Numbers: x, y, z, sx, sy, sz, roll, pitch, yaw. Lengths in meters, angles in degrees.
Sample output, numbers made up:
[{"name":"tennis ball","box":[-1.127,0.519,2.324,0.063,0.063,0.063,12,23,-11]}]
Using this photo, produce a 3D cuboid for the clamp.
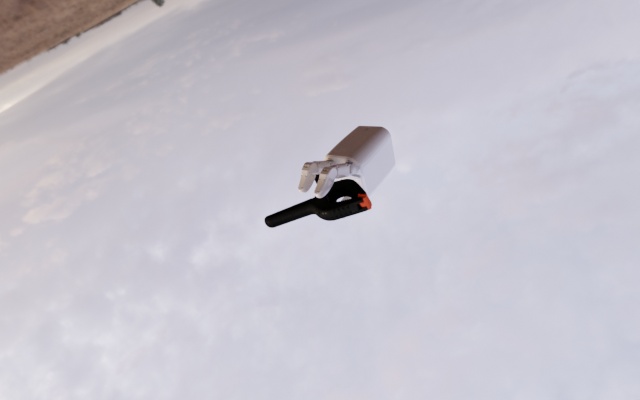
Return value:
[{"name":"clamp","box":[0.001,0.003,0.871,0.210,0.036,0.164,12,52,49]}]
